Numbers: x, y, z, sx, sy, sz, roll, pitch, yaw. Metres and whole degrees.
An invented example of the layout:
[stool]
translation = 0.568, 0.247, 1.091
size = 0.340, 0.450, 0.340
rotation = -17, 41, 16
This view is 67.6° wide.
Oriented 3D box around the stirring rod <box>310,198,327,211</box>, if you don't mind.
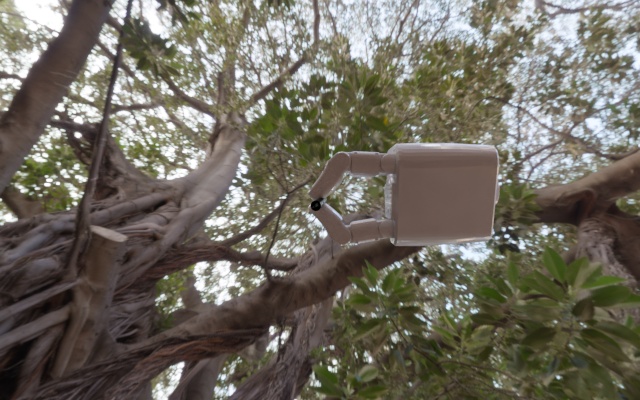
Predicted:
[stirring rod]
translation = 0.000, 0.002, 0.479
size = 0.011, 0.011, 0.239
rotation = 0, 1, 2
